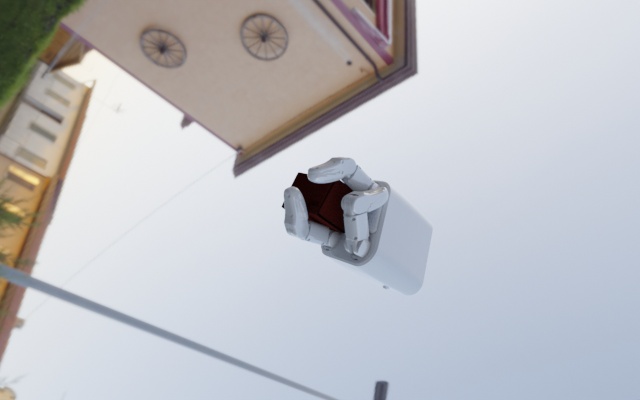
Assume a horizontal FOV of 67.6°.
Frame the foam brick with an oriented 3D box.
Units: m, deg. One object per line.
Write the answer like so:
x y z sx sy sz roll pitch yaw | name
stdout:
0.000 0.002 0.588 0.051 0.053 0.078 35 -14 -35 | foam brick
